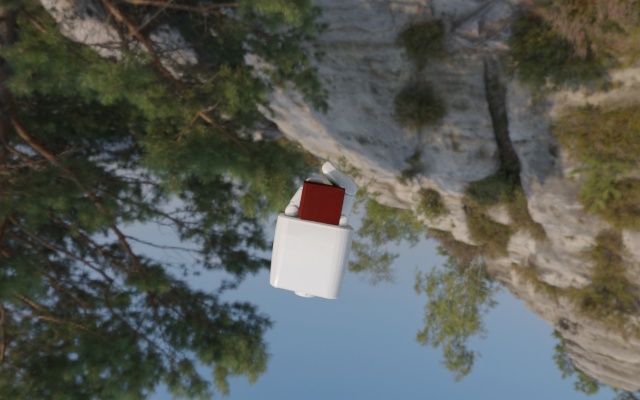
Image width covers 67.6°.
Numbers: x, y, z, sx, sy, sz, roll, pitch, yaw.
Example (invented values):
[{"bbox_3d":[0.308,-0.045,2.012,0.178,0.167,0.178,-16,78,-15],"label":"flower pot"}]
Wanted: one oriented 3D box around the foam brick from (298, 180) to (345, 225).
[{"bbox_3d":[0.000,0.002,0.659,0.053,0.051,0.078,10,3,-6],"label":"foam brick"}]
